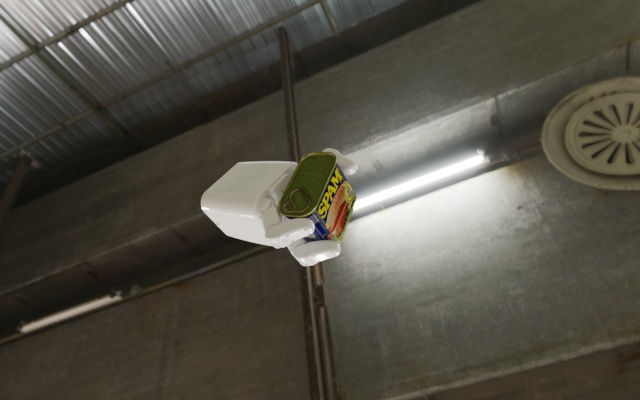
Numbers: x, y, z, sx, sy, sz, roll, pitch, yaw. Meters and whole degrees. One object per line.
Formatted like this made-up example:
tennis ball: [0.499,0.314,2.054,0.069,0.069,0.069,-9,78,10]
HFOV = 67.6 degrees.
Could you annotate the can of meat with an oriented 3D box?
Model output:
can of meat: [0.000,0.002,0.623,0.057,0.102,0.084,4,-34,33]
